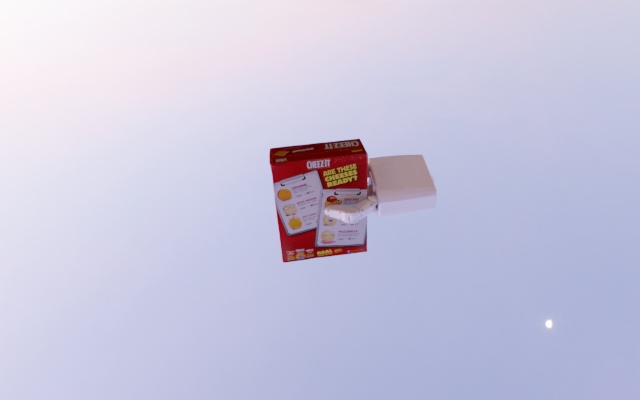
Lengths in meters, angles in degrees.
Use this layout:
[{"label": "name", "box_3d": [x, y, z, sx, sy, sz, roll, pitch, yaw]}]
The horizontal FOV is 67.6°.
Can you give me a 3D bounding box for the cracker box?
[{"label": "cracker box", "box_3d": [0.000, 0.003, 0.864, 0.164, 0.214, 0.072, -7, 34, -5]}]
